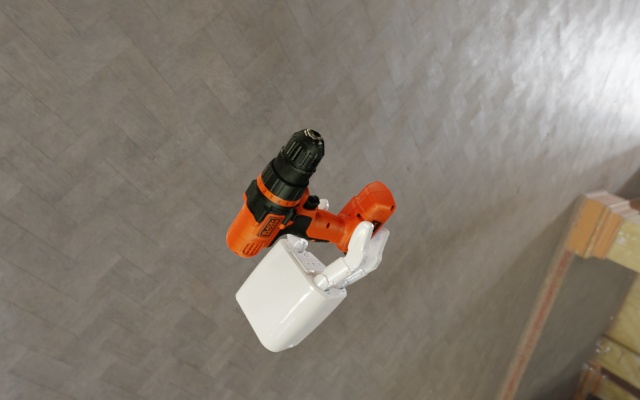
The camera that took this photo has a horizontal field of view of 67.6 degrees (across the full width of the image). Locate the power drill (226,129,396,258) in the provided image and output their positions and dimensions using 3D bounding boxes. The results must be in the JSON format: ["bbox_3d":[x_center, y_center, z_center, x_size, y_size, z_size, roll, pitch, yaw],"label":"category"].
[{"bbox_3d":[0.000,0.002,0.577,0.188,0.057,0.184,10,-48,-37],"label":"power drill"}]
